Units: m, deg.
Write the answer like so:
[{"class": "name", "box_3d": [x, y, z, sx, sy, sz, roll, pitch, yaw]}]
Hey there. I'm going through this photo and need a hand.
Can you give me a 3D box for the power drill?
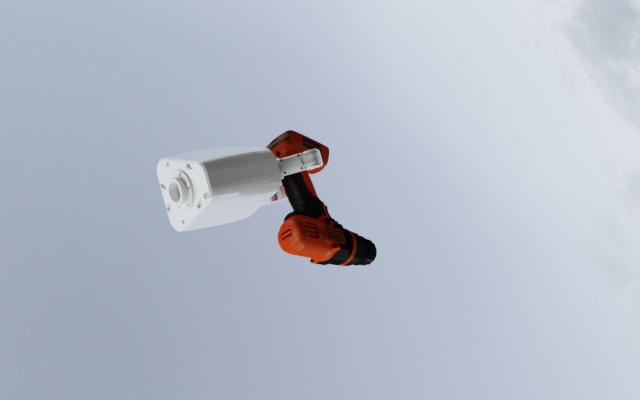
[{"class": "power drill", "box_3d": [0.000, 0.002, 0.670, 0.057, 0.187, 0.184, -34, -32, 27]}]
